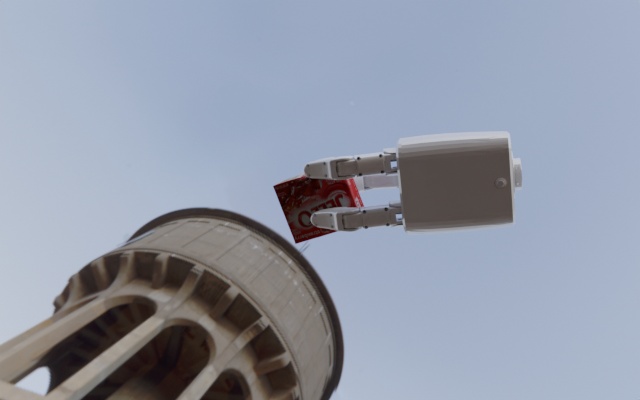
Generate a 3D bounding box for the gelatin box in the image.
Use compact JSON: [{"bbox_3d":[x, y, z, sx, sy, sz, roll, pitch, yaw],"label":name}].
[{"bbox_3d":[0.000,0.002,0.540,0.089,0.073,0.030,-17,8,24],"label":"gelatin box"}]
